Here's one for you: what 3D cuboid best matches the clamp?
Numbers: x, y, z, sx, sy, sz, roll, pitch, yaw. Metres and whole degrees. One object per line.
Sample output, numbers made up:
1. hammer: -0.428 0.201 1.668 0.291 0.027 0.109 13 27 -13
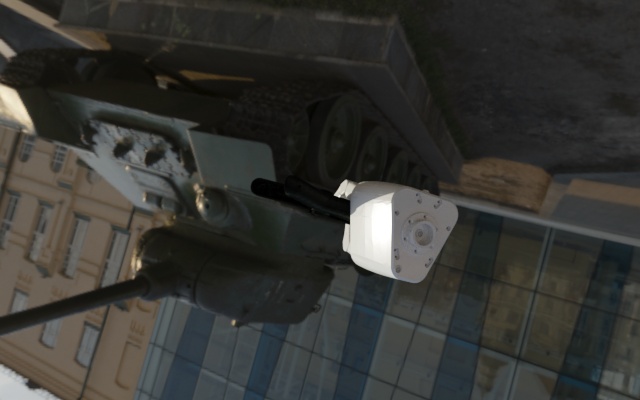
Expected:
1. clamp: 0.000 0.003 0.634 0.171 0.039 0.120 16 -2 -20
